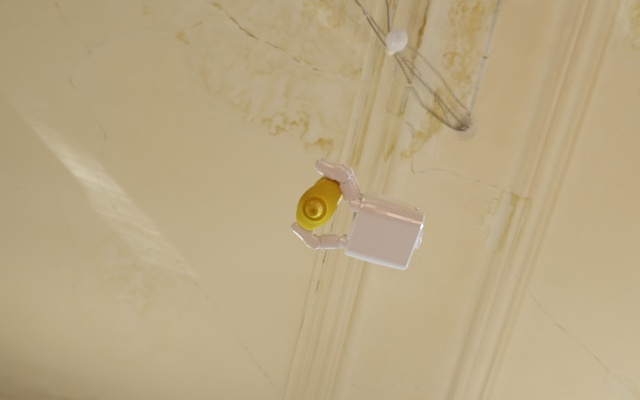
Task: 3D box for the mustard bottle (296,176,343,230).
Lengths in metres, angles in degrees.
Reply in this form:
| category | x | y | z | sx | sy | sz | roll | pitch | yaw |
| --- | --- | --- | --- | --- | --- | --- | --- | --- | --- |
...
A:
| category | x | y | z | sx | sy | sz | roll | pitch | yaw |
| --- | --- | --- | --- | --- | --- | --- | --- | --- | --- |
| mustard bottle | 0.000 | 0.002 | 0.805 | 0.058 | 0.096 | 0.191 | 39 | 11 | 0 |
